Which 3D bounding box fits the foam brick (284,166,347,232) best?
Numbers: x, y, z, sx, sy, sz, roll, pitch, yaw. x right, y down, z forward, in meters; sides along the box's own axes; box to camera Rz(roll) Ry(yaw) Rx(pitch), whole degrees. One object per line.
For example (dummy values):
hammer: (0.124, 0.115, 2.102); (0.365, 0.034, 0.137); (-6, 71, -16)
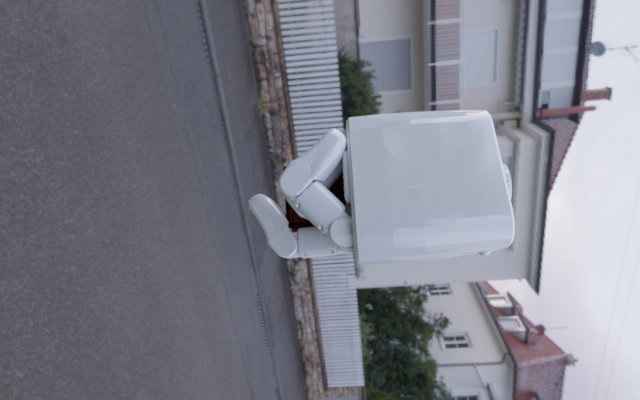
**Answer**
foam brick: (0.000, 0.001, 0.423); (0.051, 0.053, 0.078); (-4, -10, 5)
